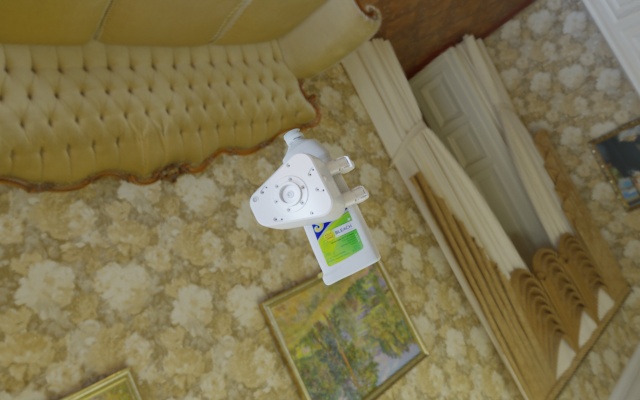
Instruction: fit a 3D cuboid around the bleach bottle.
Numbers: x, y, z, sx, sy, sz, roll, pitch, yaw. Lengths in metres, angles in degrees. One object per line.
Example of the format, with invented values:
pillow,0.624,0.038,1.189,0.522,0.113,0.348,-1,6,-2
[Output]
bleach bottle,0.000,0.003,0.779,0.102,0.251,0.068,-27,-7,5
